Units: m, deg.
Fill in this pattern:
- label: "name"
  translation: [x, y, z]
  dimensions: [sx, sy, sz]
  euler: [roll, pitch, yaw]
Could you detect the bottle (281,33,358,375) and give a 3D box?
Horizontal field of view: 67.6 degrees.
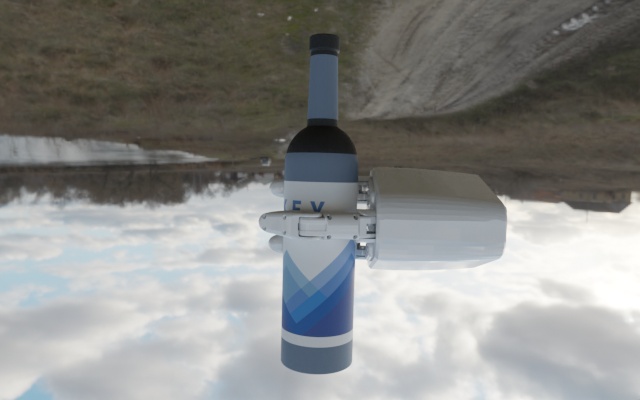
- label: "bottle"
  translation: [0.000, 0.002, 0.435]
  dimensions: [0.069, 0.296, 0.069]
  euler: [1, 3, 0]
